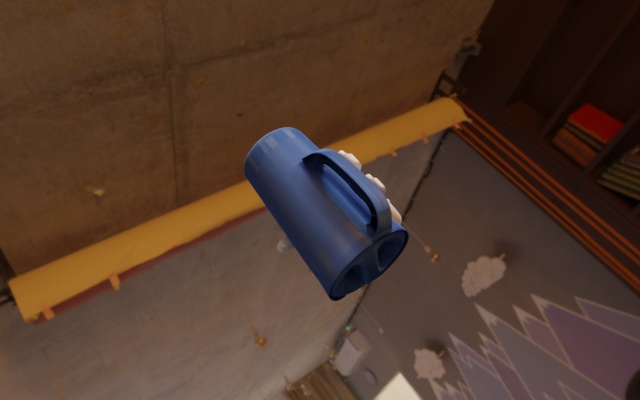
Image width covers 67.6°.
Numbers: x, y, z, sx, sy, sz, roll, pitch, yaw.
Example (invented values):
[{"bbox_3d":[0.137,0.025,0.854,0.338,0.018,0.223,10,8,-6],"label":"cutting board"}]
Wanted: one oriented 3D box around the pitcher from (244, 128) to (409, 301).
[{"bbox_3d":[0.000,0.002,0.663,0.242,0.149,0.145,49,10,26],"label":"pitcher"}]
